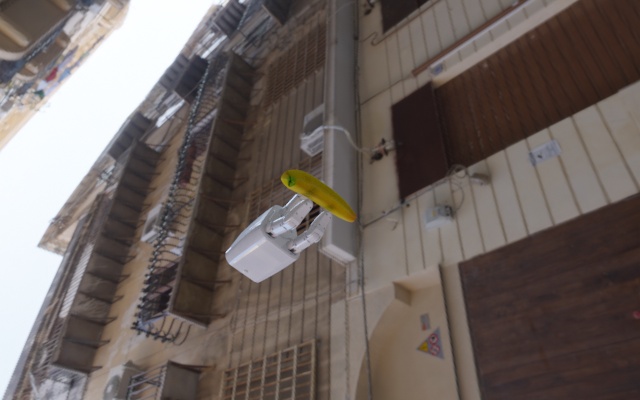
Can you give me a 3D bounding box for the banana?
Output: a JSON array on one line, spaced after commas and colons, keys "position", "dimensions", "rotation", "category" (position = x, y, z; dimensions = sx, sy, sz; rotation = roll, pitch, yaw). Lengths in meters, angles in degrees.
[{"position": [-0.009, -0.012, 0.840], "dimensions": [0.037, 0.069, 0.198], "rotation": [-42, -39, 18], "category": "banana"}]
